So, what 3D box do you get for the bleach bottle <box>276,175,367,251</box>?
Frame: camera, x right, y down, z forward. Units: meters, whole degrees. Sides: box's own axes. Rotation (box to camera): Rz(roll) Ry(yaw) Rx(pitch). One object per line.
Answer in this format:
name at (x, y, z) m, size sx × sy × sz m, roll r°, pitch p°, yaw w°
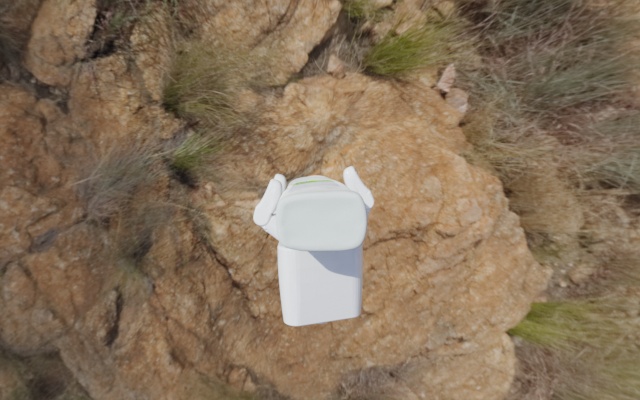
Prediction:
bleach bottle at (0.000, 0.002, 0.630) m, size 0.102 × 0.068 × 0.251 m, roll -2°, pitch 10°, yaw 1°
